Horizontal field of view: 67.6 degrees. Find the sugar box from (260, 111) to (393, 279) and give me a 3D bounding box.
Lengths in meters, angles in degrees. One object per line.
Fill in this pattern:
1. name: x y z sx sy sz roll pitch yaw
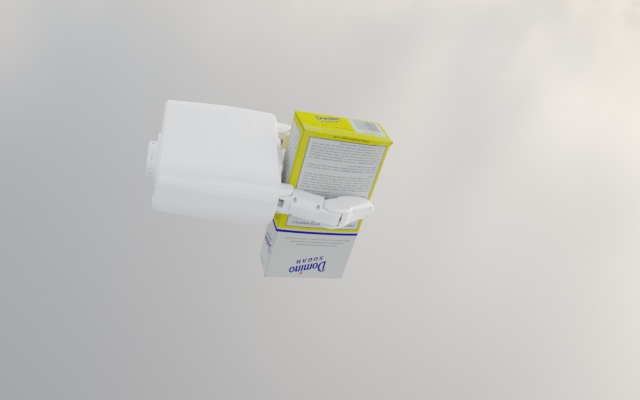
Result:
1. sugar box: 0.000 0.001 0.491 0.093 0.176 0.048 5 34 -21
